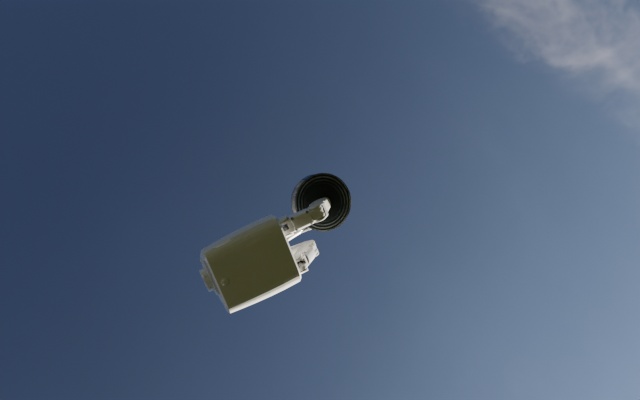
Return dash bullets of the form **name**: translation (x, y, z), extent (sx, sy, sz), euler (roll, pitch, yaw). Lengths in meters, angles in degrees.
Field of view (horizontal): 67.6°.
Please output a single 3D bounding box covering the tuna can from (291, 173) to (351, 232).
- **tuna can**: translation (0.000, 0.002, 0.710), extent (0.086, 0.086, 0.034), euler (0, 2, -18)
